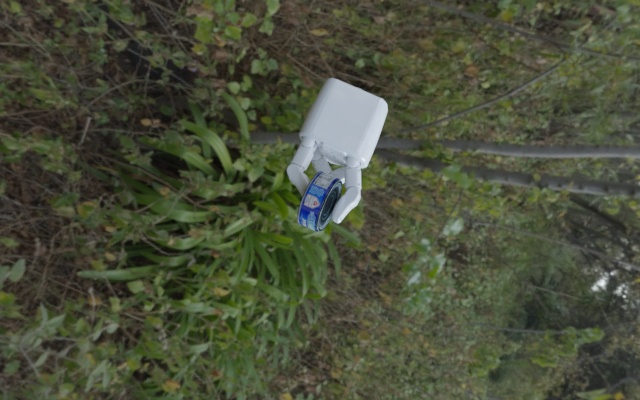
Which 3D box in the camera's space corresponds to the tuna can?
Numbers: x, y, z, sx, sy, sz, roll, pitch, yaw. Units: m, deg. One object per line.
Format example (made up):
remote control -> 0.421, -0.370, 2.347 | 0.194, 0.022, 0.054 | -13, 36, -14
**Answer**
tuna can -> 0.001, 0.003, 0.703 | 0.034, 0.086, 0.086 | 23, 6, 14
